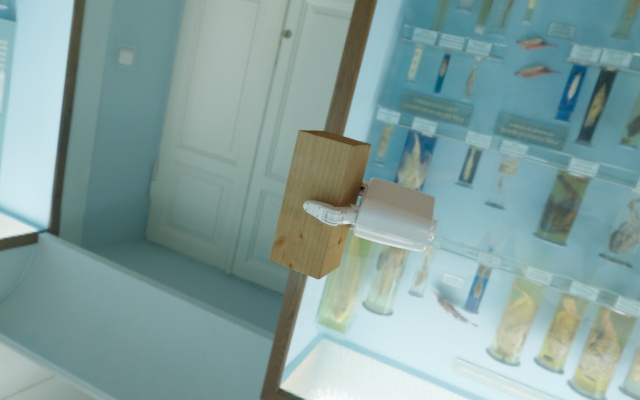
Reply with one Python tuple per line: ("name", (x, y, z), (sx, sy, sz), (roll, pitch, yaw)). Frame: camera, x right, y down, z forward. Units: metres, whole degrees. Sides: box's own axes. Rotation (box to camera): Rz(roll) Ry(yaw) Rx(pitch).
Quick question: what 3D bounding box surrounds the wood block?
("wood block", (0.000, 0.003, 0.736), (0.090, 0.206, 0.091), (19, 14, 21))
